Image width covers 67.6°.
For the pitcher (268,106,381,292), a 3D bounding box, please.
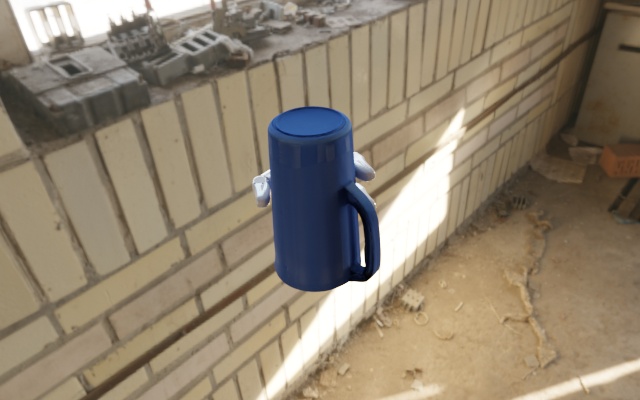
[{"bbox_3d":[0.000,0.002,0.664,0.149,0.243,0.145,-6,34,-4],"label":"pitcher"}]
